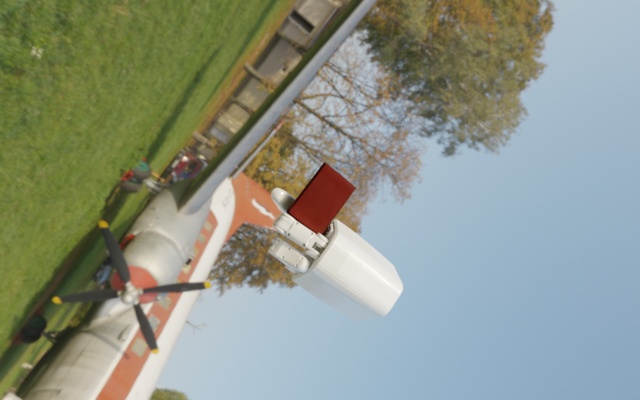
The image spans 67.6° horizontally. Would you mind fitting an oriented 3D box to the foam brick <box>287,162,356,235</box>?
[{"bbox_3d":[0.000,0.002,0.600,0.051,0.078,0.053,37,-9,2],"label":"foam brick"}]
